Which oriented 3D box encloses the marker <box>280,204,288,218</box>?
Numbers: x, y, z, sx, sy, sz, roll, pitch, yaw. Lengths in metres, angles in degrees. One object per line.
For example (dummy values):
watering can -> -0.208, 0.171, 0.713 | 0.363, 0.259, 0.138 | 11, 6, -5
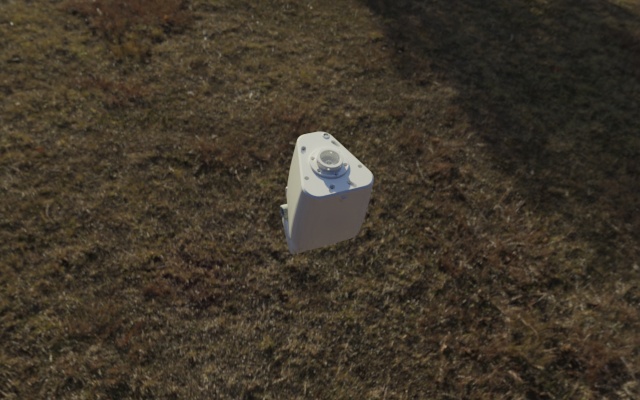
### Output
marker -> 0.000, 0.002, 0.699 | 0.121, 0.020, 0.020 | -14, 5, -21
